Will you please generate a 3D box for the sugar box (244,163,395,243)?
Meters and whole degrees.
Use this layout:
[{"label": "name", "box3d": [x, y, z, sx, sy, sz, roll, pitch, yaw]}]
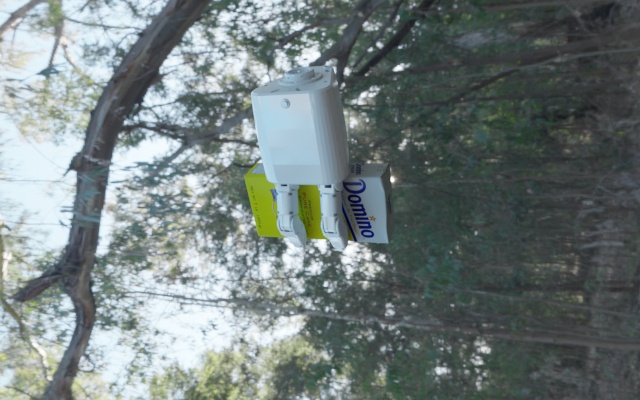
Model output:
[{"label": "sugar box", "box3d": [0.000, 0.002, 0.595, 0.176, 0.093, 0.048, 2, 31, 21]}]
